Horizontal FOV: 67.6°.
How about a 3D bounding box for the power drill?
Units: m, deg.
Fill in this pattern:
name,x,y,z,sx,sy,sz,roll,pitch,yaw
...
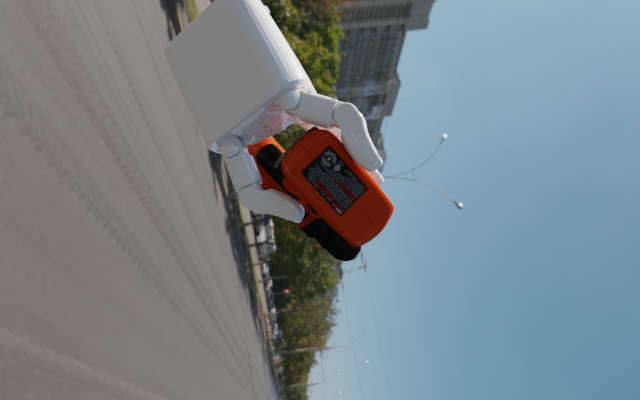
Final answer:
name,x,y,z,sx,sy,sz,roll,pitch,yaw
power drill,0.000,0.001,0.489,0.184,0.057,0.187,46,-14,-12
